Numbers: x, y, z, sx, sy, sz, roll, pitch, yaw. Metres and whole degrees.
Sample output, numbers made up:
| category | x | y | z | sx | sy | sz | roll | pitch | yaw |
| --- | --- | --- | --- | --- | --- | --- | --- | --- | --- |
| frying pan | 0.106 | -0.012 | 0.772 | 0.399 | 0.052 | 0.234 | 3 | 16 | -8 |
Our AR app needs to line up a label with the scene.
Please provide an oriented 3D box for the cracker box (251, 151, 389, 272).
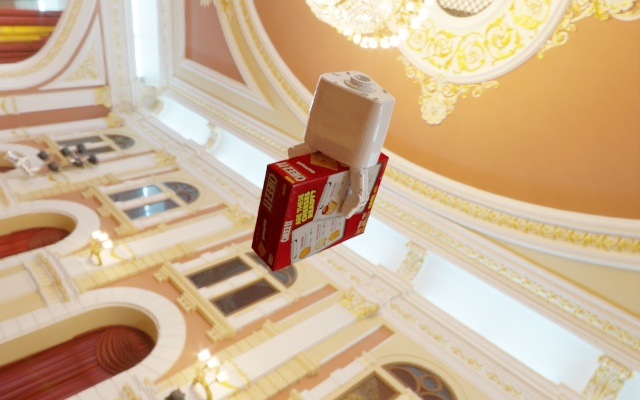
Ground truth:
| category | x | y | z | sx | sy | sz | roll | pitch | yaw |
| --- | --- | --- | --- | --- | --- | --- | --- | --- | --- |
| cracker box | 0.000 | 0.003 | 0.773 | 0.213 | 0.164 | 0.072 | -18 | 45 | -40 |
